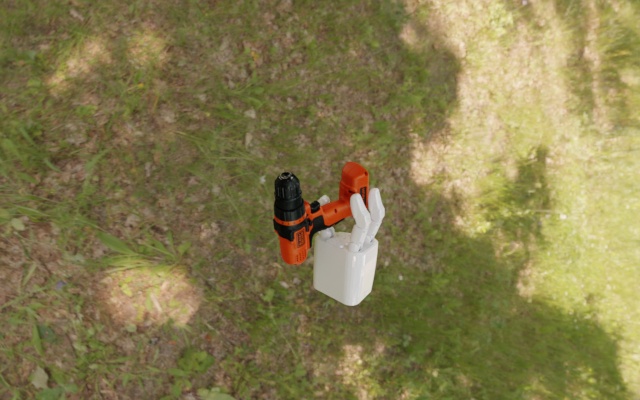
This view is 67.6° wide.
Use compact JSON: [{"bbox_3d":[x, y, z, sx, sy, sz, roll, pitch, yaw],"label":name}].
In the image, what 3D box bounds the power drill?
[{"bbox_3d":[0.001,0.003,0.823,0.187,0.185,0.057,-29,47,-30],"label":"power drill"}]
